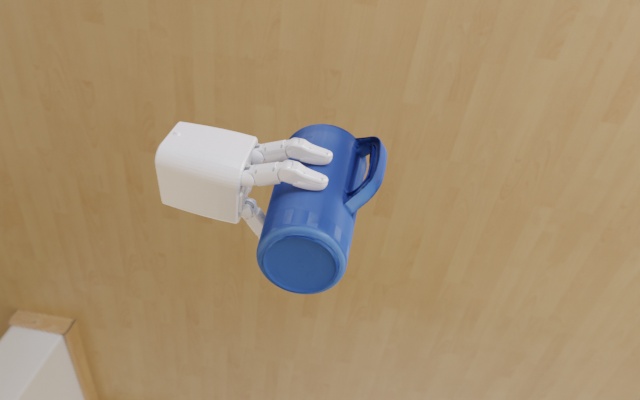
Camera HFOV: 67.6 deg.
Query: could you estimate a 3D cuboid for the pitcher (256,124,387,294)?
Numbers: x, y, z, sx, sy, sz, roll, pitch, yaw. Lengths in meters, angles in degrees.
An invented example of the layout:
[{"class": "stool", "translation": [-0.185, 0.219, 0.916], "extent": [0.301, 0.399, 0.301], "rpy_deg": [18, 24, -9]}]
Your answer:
[{"class": "pitcher", "translation": [0.000, 0.002, 0.645], "extent": [0.145, 0.149, 0.242], "rpy_deg": [16, 36, -3]}]
